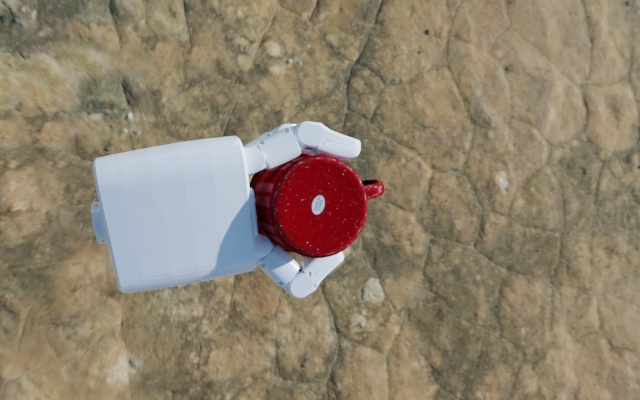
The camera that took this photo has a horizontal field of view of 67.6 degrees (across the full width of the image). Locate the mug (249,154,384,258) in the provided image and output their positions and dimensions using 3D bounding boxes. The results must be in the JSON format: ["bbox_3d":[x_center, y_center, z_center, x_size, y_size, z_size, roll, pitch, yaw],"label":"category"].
[{"bbox_3d":[0.001,0.001,0.410,0.117,0.093,0.081,-11,6,-17],"label":"mug"}]
